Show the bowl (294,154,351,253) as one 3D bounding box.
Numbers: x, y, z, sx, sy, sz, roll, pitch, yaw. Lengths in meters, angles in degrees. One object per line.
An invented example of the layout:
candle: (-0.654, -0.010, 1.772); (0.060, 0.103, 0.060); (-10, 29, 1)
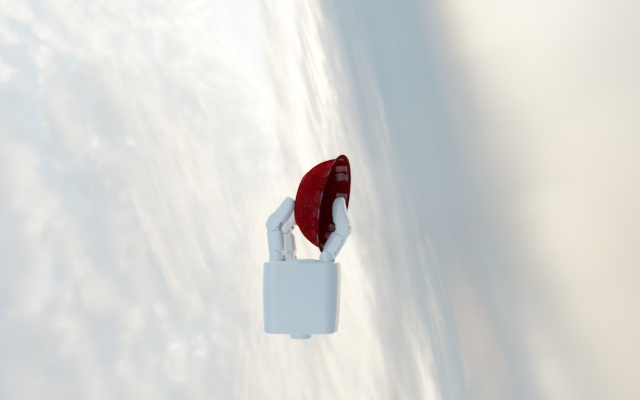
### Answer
bowl: (0.000, 0.001, 0.760); (0.055, 0.162, 0.162); (11, 3, 18)
